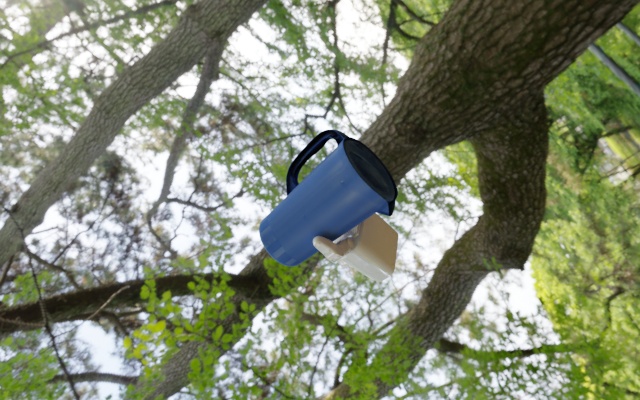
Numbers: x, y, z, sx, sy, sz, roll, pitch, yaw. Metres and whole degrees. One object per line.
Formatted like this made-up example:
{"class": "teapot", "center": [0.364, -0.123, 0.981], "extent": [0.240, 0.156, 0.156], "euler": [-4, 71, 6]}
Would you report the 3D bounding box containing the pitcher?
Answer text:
{"class": "pitcher", "center": [0.000, 0.003, 0.841], "extent": [0.145, 0.149, 0.243], "euler": [36, -61, -28]}
